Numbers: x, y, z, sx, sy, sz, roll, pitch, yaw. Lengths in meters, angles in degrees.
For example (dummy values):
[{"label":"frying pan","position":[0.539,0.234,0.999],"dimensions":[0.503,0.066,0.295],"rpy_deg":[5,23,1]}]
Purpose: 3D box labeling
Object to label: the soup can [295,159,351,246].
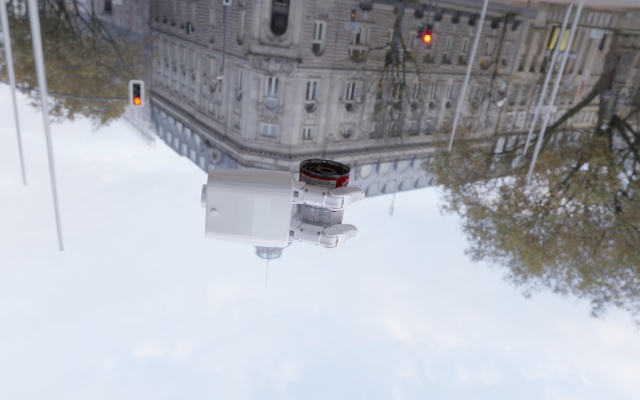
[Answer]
[{"label":"soup can","position":[0.001,0.002,0.648],"dimensions":[0.068,0.102,0.068],"rpy_deg":[6,22,-3]}]
